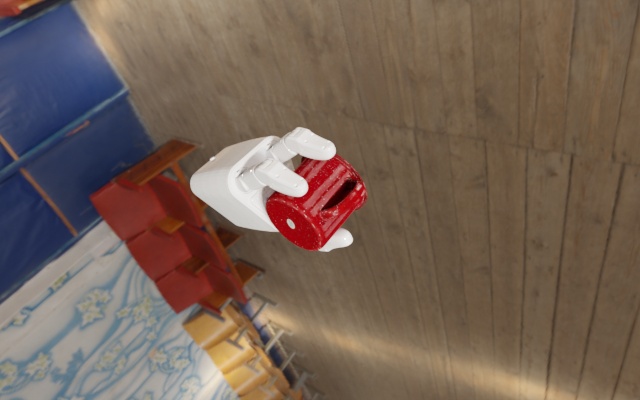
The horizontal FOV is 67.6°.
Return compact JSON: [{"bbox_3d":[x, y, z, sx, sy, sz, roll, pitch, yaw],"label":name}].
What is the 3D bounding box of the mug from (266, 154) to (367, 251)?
[{"bbox_3d":[0.001,0.002,0.530,0.117,0.093,0.081,-2,39,50],"label":"mug"}]
